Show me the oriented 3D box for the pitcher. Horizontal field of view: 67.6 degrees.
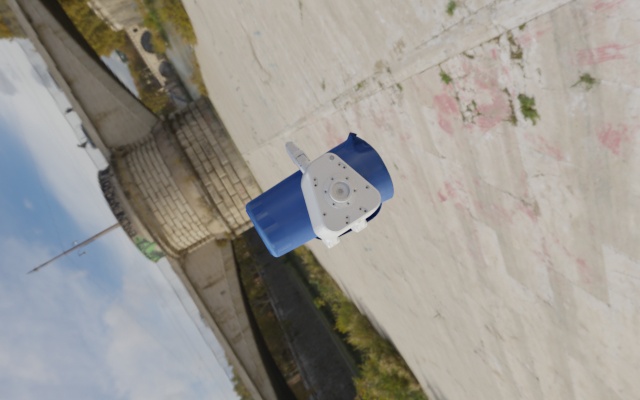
[{"bbox_3d":[0.000,0.003,0.845,0.243,0.149,0.145,-30,-4,-9],"label":"pitcher"}]
